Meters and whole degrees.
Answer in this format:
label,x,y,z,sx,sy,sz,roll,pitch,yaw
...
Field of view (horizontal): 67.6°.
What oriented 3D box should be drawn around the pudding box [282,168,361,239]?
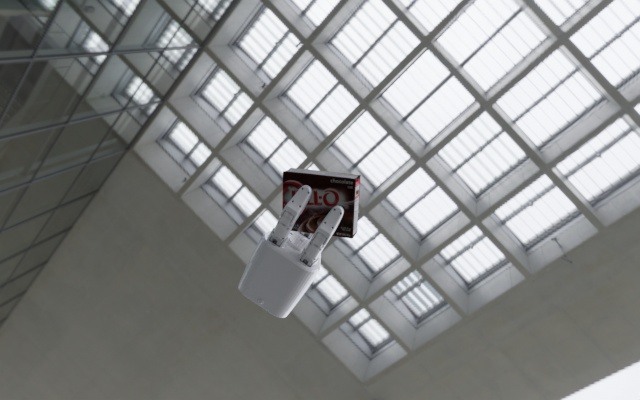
label,x,y,z,sx,sy,sz,roll,pitch,yaw
pudding box,0.000,0.002,0.703,0.113,0.090,0.039,6,17,14
